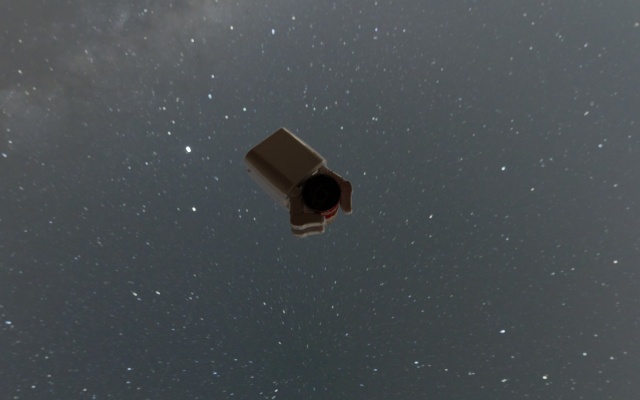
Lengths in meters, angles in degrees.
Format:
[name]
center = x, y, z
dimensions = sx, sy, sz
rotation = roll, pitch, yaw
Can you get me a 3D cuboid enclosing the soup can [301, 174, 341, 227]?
[soup can]
center = 0.001, 0.003, 0.853
dimensions = 0.068, 0.068, 0.102
rotation = 0, -19, -2
